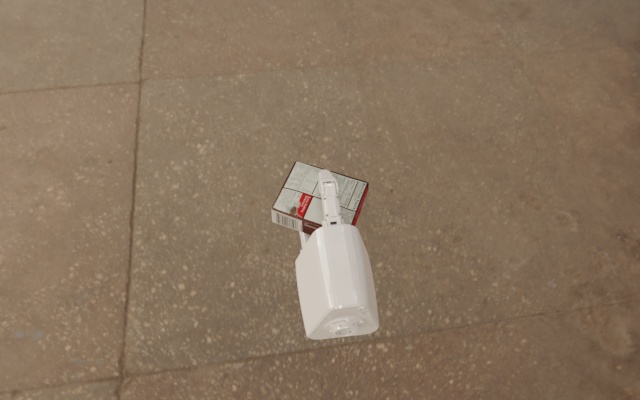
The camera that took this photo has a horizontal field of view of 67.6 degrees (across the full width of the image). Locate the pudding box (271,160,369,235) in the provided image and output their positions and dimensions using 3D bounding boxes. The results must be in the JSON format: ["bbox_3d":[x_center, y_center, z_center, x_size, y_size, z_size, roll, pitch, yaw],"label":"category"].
[{"bbox_3d":[0.000,0.002,0.653,0.113,0.090,0.039,19,-32,9],"label":"pudding box"}]
